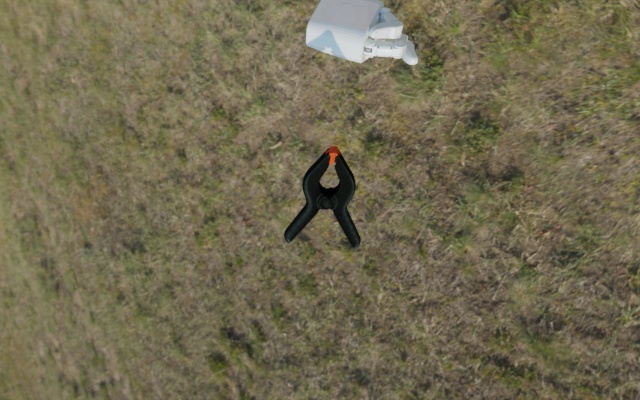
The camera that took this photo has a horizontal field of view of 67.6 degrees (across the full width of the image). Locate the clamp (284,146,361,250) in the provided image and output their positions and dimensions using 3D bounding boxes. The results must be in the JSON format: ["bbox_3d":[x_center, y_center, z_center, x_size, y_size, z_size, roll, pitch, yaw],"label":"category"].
[{"bbox_3d":[0.000,0.002,0.721,0.120,0.171,0.039,-5,26,-3],"label":"clamp"}]
